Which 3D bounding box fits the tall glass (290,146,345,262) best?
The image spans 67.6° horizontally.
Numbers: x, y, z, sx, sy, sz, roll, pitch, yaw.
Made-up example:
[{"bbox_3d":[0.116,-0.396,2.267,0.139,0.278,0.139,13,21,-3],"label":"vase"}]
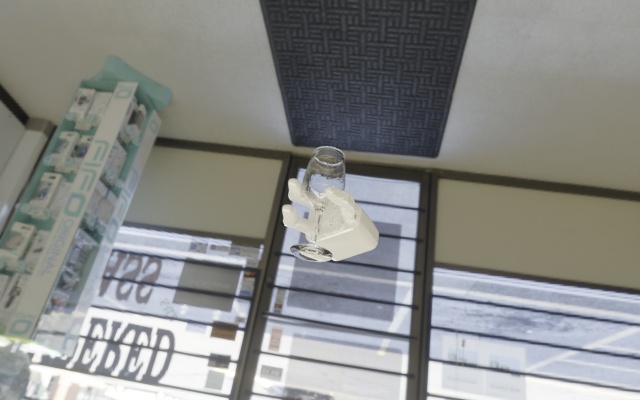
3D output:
[{"bbox_3d":[0.000,0.003,0.852,0.079,0.201,0.079,8,-27,4],"label":"tall glass"}]
